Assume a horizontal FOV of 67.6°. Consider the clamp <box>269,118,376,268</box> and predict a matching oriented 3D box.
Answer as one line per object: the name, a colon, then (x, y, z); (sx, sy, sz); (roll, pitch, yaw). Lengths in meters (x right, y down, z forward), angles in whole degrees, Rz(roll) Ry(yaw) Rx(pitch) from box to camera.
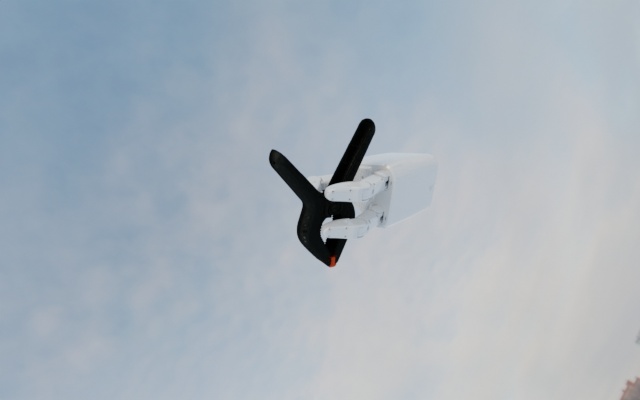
clamp: (0.000, 0.002, 0.636); (0.164, 0.210, 0.036); (-16, 33, -36)
